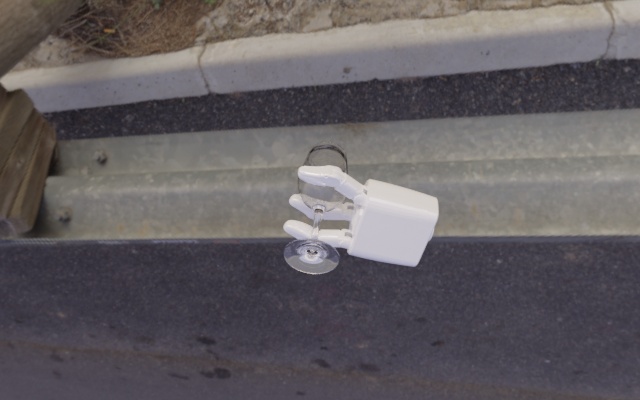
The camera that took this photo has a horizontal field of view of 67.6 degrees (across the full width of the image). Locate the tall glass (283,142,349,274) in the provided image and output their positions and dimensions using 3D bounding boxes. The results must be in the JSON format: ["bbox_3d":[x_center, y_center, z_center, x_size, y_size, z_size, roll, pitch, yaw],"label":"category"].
[{"bbox_3d":[0.000,0.003,0.689,0.079,0.200,0.079,5,-43,4],"label":"tall glass"}]
